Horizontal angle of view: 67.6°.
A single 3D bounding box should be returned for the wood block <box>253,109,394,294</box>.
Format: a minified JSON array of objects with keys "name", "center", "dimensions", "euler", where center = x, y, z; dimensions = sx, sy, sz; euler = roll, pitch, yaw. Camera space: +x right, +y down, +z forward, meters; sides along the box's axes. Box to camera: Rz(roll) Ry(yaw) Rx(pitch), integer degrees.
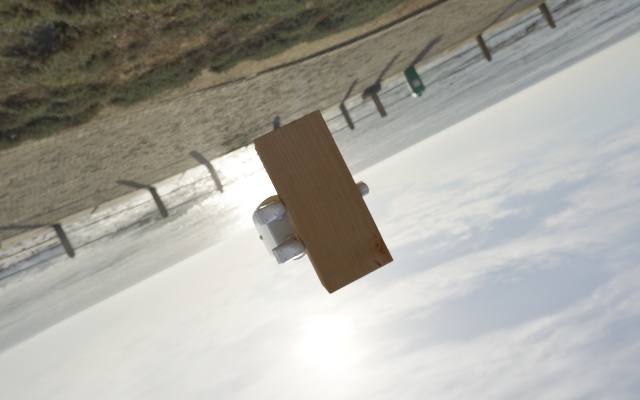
[{"name":"wood block","center":[0.000,0.002,0.615],"dimensions":[0.091,0.206,0.090],"euler":[-27,1,-7]}]
